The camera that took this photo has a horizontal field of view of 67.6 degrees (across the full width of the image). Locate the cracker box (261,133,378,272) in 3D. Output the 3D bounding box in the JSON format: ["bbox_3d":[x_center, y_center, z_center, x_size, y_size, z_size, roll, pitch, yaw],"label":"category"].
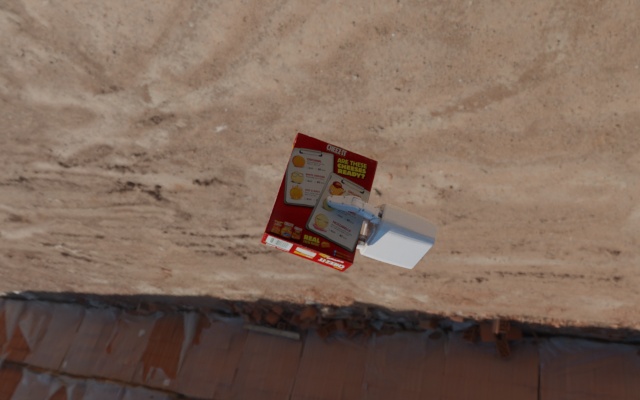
[{"bbox_3d":[0.000,0.003,0.880,0.164,0.213,0.072,20,-26,-7],"label":"cracker box"}]
